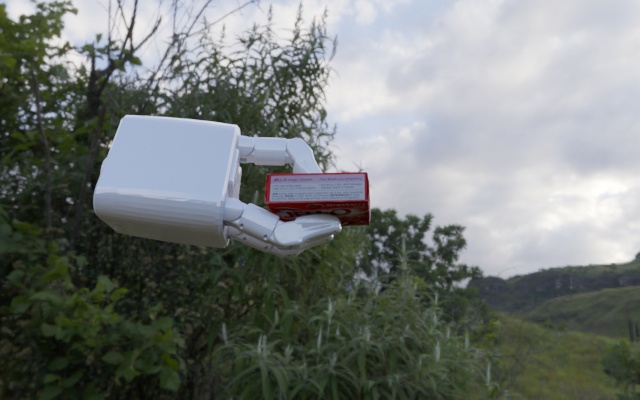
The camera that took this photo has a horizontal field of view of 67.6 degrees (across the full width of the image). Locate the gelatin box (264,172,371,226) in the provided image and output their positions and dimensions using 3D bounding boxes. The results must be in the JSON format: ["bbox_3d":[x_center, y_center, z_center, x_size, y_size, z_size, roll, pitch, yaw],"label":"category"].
[{"bbox_3d":[0.000,0.001,0.431,0.089,0.030,0.073,-2,-19,6],"label":"gelatin box"}]
